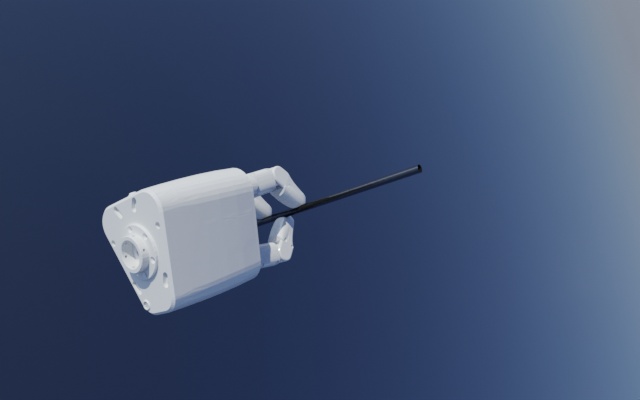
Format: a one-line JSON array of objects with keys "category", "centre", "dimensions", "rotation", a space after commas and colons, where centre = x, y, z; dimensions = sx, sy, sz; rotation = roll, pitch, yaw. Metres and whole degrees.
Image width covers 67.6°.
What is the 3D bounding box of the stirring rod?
[{"category": "stirring rod", "centre": [0.000, 0.002, 0.511], "dimensions": [0.239, 0.011, 0.011], "rotation": [-19, -12, 37]}]
